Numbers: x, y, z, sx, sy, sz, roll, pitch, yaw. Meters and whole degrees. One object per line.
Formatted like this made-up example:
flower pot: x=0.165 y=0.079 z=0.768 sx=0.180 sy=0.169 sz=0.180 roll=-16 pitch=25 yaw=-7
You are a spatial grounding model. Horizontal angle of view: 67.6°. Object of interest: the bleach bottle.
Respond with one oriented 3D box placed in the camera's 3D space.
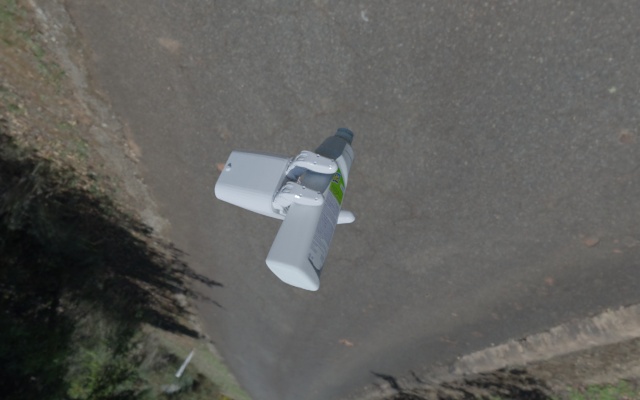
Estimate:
bleach bottle: x=0.000 y=0.002 z=0.732 sx=0.068 sy=0.250 sz=0.103 roll=12 pitch=-24 yaw=23
